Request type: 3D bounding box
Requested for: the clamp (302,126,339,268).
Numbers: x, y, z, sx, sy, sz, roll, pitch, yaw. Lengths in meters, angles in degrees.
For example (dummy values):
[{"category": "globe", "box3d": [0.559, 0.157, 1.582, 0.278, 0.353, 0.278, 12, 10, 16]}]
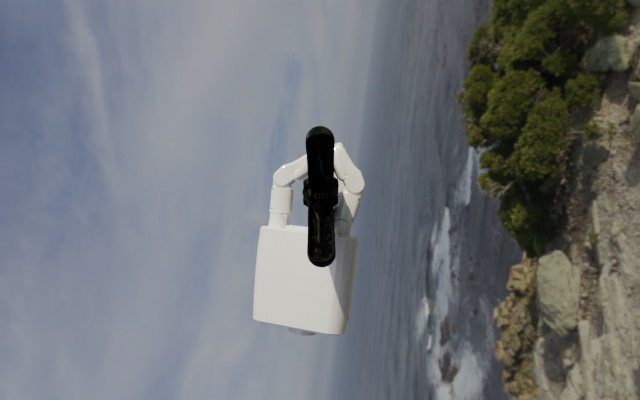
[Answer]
[{"category": "clamp", "box3d": [-0.001, 0.001, 0.475, 0.039, 0.120, 0.171, 5, -4, 2]}]
